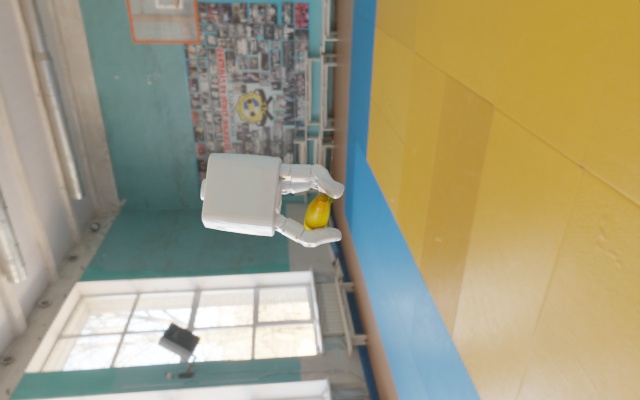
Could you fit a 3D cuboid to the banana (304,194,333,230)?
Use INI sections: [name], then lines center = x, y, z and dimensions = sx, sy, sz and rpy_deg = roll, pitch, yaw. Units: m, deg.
[banana]
center = -0.004, 0.020, 0.756
dimensions = 0.037, 0.069, 0.198
rpy_deg = 14, 3, 2
